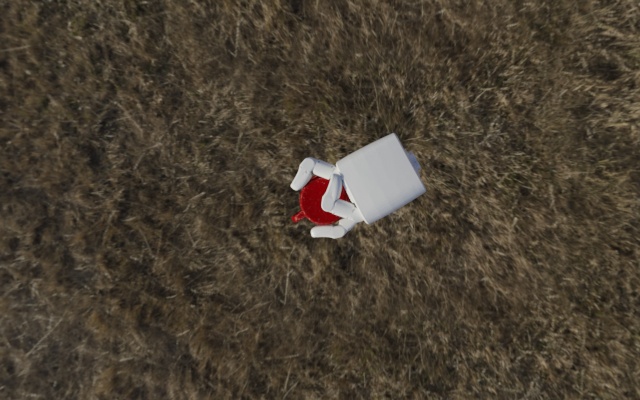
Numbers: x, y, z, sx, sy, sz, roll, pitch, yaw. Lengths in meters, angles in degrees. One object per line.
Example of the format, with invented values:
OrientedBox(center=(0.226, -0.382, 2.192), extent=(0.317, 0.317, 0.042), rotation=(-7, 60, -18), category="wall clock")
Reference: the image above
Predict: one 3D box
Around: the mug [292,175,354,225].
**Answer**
OrientedBox(center=(-0.001, 0.003, 0.821), extent=(0.117, 0.093, 0.081), rotation=(-30, 1, 11), category="mug")
